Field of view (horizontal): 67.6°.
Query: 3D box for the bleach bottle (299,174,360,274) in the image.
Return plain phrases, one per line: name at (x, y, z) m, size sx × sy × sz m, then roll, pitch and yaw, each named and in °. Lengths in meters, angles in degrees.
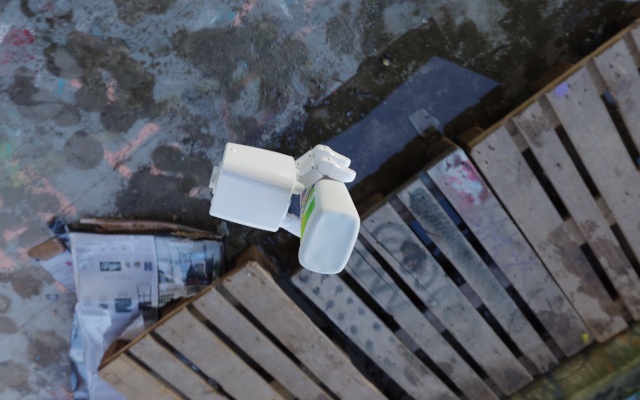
bleach bottle at (0.000, 0.002, 0.735) m, size 0.068 × 0.103 × 0.250 m, roll 15°, pitch 22°, yaw -13°
